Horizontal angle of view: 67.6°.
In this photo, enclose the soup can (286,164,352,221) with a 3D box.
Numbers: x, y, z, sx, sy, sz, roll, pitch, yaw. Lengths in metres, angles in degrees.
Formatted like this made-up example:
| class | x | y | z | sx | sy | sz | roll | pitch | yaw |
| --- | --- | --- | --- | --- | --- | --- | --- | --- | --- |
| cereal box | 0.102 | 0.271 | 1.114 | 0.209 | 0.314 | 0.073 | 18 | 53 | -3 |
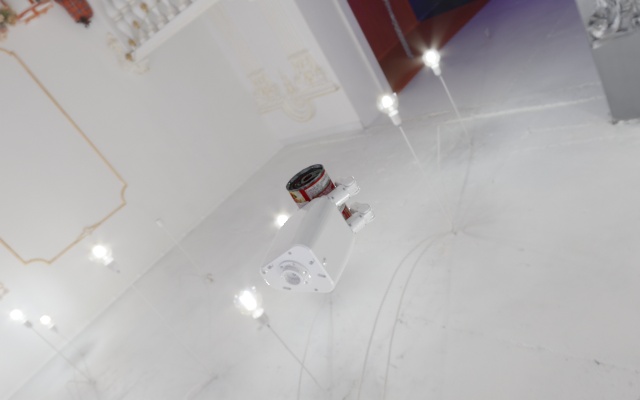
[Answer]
| class | x | y | z | sx | sy | sz | roll | pitch | yaw |
| --- | --- | --- | --- | --- | --- | --- | --- | --- | --- |
| soup can | 0.000 | 0.002 | 0.760 | 0.068 | 0.102 | 0.068 | -27 | 24 | 13 |
